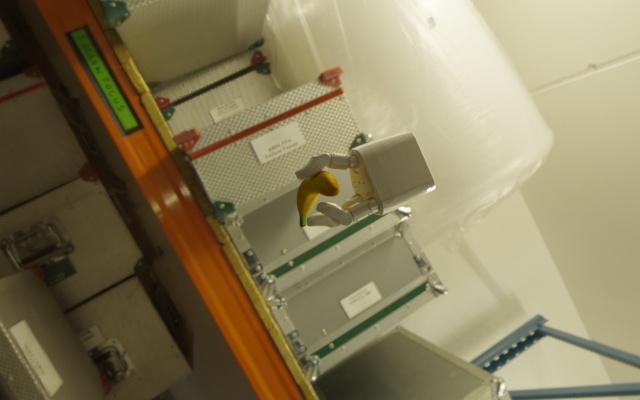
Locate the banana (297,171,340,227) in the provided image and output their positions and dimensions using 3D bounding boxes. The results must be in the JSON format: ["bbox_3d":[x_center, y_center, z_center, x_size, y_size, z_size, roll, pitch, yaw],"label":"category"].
[{"bbox_3d":[-0.007,-0.014,0.790,0.037,0.069,0.198,-15,-13,-19],"label":"banana"}]
